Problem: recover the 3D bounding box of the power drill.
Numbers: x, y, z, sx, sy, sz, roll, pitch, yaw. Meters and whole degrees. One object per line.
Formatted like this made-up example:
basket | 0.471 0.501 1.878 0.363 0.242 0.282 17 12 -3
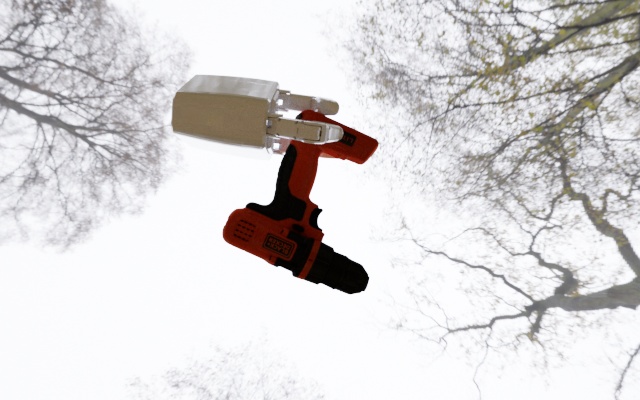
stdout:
power drill | 0.000 0.001 0.570 0.184 0.187 0.057 25 -7 -7
